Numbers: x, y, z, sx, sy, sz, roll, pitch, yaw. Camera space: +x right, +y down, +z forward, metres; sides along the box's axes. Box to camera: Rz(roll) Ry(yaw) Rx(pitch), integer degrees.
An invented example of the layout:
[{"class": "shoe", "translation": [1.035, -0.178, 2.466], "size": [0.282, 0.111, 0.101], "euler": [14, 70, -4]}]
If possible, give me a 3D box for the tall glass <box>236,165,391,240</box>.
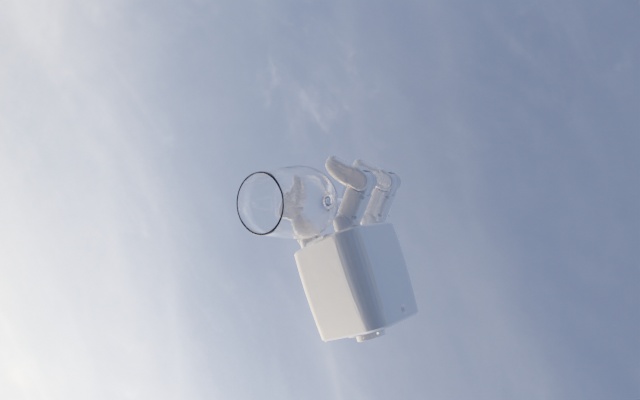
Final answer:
[{"class": "tall glass", "translation": [0.000, 0.002, 0.534], "size": [0.079, 0.079, 0.201], "euler": [0, 0, 36]}]
